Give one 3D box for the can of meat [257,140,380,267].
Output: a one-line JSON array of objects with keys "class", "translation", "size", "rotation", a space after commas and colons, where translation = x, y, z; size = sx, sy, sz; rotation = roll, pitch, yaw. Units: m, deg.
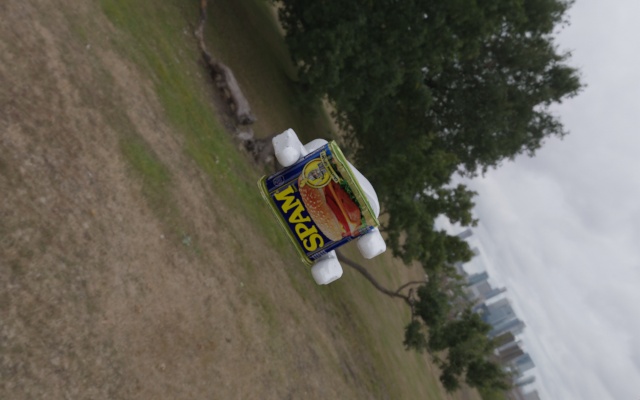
[{"class": "can of meat", "translation": [0.000, 0.001, 0.481], "size": [0.084, 0.102, 0.057], "rotation": [-29, 10, 9]}]
